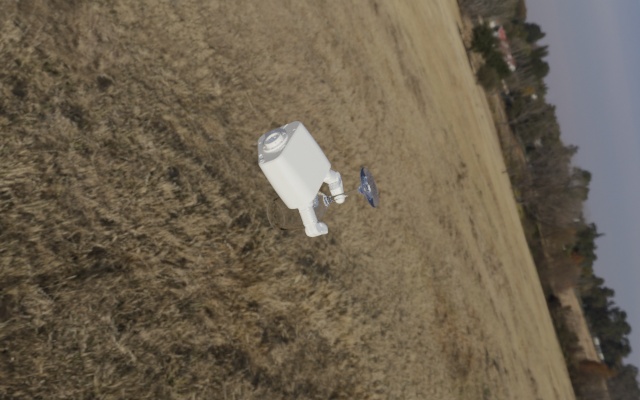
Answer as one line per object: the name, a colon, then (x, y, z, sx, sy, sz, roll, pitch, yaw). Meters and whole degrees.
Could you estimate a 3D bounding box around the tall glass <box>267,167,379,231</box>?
tall glass: (0.001, 0.003, 0.881, 0.201, 0.079, 0.079, -17, -7, 24)
